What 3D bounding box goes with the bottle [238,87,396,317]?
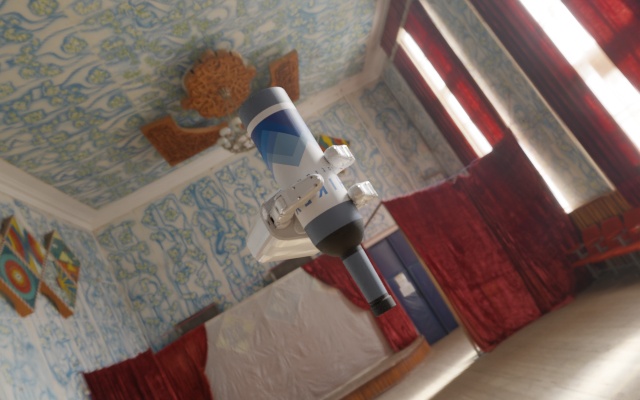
[{"bbox_3d":[0.000,0.002,0.570,0.069,0.295,0.069,-29,-12,-7],"label":"bottle"}]
